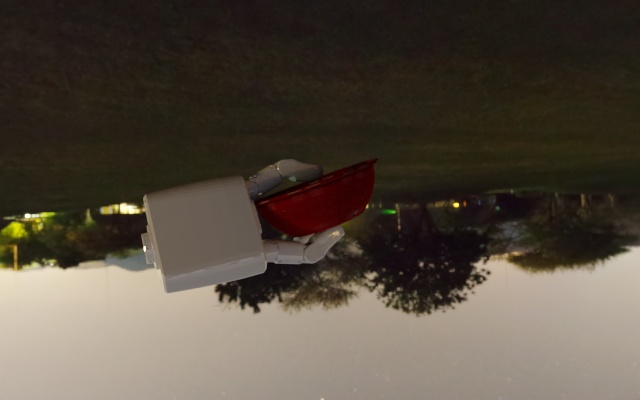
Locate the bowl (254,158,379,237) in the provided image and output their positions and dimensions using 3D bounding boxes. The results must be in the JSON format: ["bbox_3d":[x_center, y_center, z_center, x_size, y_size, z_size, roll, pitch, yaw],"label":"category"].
[{"bbox_3d":[0.001,0.002,0.565,0.162,0.055,0.162,-20,5,2],"label":"bowl"}]
